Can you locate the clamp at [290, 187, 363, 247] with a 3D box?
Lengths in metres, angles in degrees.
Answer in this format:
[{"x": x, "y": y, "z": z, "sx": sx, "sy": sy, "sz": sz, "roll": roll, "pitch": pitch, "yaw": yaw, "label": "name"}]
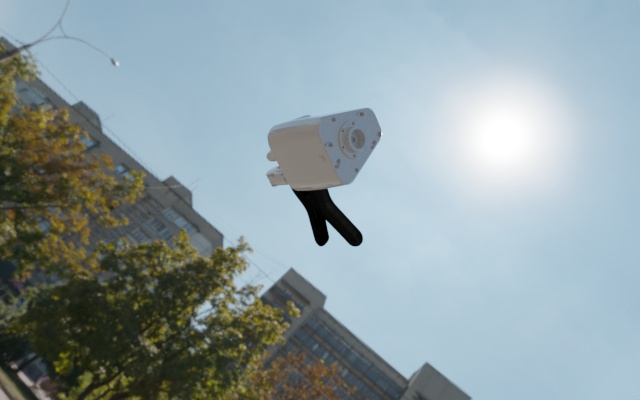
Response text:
[{"x": 0.000, "y": 0.002, "z": 0.721, "sx": 0.039, "sy": 0.171, "sz": 0.120, "roll": -39, "pitch": 23, "yaw": -31, "label": "clamp"}]
